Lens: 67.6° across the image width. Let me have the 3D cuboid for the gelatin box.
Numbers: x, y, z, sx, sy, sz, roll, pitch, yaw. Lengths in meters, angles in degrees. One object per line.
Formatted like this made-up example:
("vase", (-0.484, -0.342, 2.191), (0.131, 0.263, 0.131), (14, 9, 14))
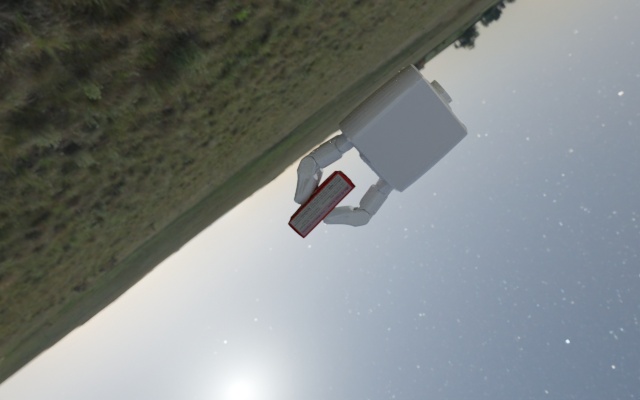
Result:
("gelatin box", (0.000, 0.002, 0.586), (0.030, 0.089, 0.073), (44, 2, -4))
